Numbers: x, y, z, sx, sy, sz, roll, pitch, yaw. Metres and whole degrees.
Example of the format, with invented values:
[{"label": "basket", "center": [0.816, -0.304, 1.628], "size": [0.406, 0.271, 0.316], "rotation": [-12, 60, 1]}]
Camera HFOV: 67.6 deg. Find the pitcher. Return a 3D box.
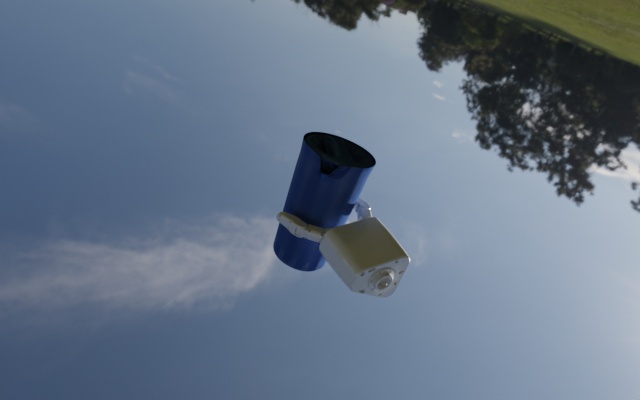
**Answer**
[{"label": "pitcher", "center": [0.000, 0.003, 0.883], "size": [0.149, 0.243, 0.145], "rotation": [1, 33, -36]}]
